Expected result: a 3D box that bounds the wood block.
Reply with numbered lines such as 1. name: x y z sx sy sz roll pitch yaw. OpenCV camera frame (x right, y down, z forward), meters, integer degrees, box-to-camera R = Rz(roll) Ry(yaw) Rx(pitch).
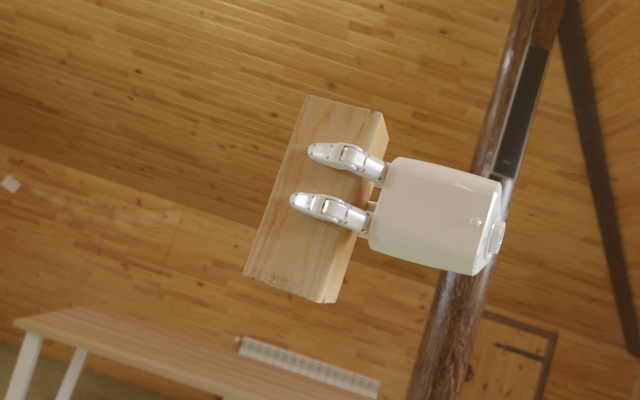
1. wood block: 0.001 0.002 0.537 0.090 0.206 0.091 17 -7 16
